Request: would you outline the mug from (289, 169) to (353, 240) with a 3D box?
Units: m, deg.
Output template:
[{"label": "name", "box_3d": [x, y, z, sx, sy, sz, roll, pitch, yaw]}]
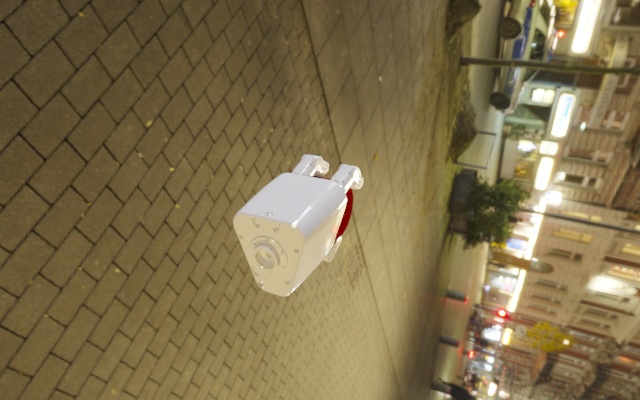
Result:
[{"label": "mug", "box_3d": [0.001, 0.002, 0.681, 0.081, 0.093, 0.117, 13, 33, 23]}]
